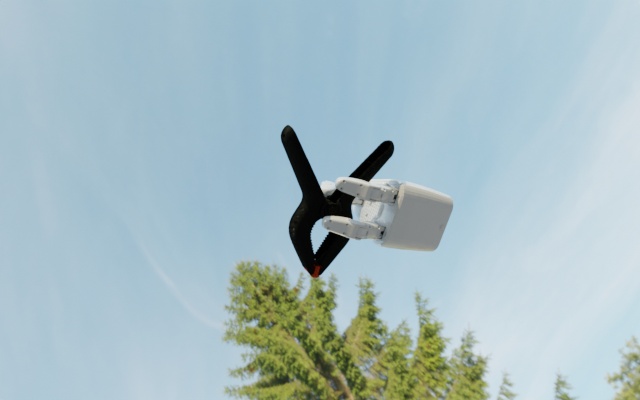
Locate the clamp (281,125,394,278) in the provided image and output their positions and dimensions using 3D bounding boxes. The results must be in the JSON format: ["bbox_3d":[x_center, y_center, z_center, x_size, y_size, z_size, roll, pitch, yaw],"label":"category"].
[{"bbox_3d":[0.000,0.002,0.641,0.164,0.210,0.036,12,14,-28],"label":"clamp"}]
